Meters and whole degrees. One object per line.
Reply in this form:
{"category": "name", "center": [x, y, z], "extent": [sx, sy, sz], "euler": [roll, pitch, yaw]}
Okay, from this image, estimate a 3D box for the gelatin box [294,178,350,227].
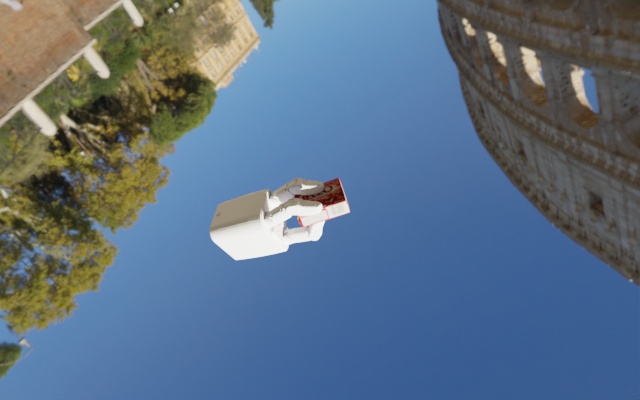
{"category": "gelatin box", "center": [0.001, 0.003, 0.836], "extent": [0.089, 0.030, 0.073], "euler": [-18, 36, 3]}
